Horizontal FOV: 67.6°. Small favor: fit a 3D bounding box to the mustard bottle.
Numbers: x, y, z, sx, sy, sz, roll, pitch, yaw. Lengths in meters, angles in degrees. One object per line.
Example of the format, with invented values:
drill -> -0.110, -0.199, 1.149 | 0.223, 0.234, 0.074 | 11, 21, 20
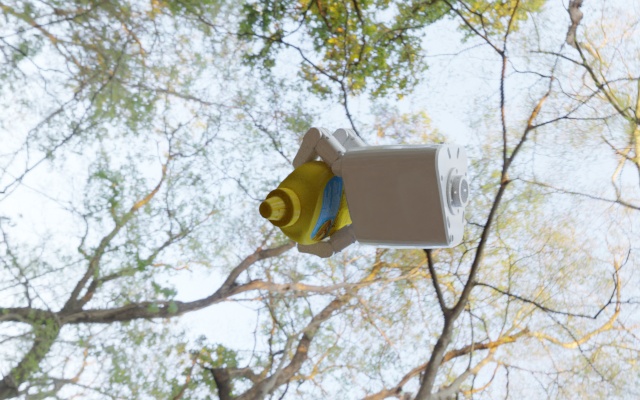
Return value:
mustard bottle -> 0.000, 0.002, 0.552 | 0.058, 0.096, 0.191 | 28, 20, 29
